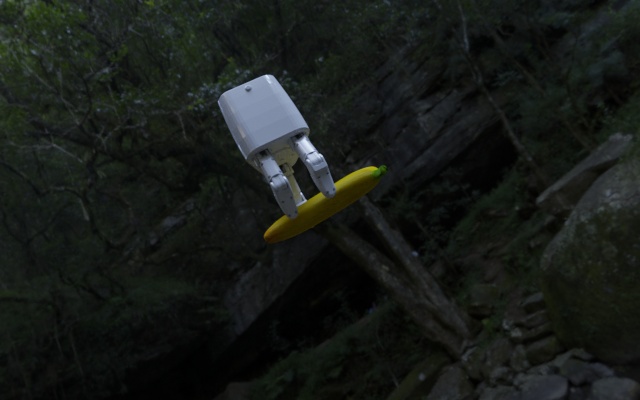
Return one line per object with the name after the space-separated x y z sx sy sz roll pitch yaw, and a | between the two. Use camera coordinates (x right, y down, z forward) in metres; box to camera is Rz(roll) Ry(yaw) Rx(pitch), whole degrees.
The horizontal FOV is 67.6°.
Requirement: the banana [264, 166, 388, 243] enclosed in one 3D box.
0.008 0.002 0.678 0.198 0.037 0.069 -33 -13 12 | banana
